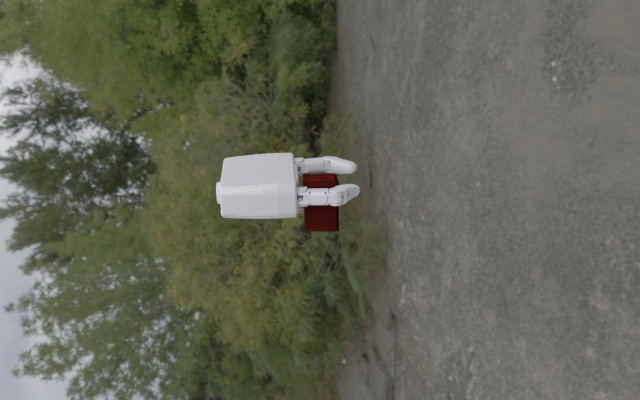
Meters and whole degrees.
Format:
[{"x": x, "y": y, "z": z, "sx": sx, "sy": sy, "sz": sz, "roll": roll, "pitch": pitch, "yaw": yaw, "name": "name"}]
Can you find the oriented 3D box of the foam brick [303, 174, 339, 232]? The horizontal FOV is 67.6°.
[{"x": 0.000, "y": 0.003, "z": 0.720, "sx": 0.051, "sy": 0.078, "sz": 0.053, "roll": -2, "pitch": 17, "yaw": -3, "name": "foam brick"}]
